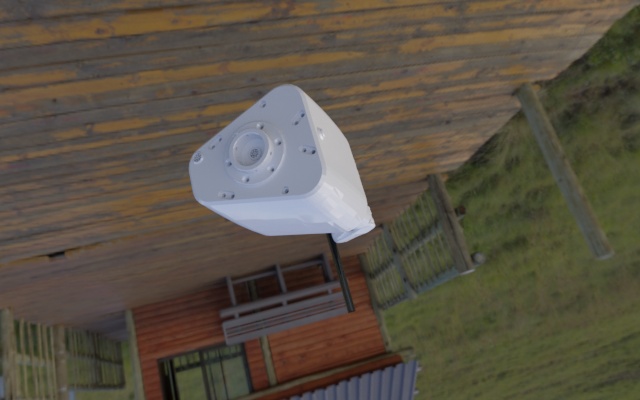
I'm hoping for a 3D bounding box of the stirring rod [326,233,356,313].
[{"bbox_3d":[0.000,0.002,0.515,0.011,0.239,0.011,-14,-19,-5],"label":"stirring rod"}]
